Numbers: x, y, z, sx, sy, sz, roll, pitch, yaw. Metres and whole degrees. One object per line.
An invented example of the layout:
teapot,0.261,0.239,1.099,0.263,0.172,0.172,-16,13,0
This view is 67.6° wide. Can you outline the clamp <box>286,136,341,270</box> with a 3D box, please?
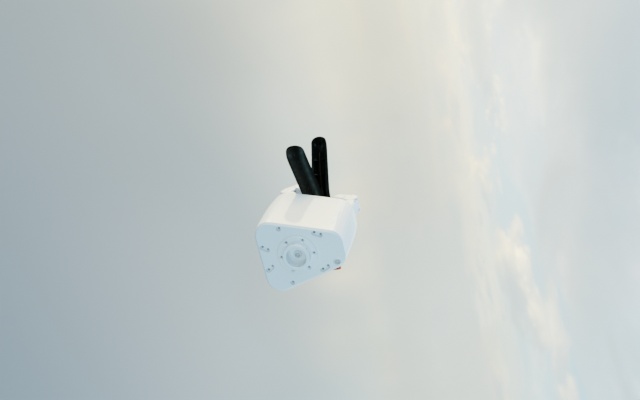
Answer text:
clamp,0.001,0.003,0.727,0.036,0.210,0.164,-8,17,16
